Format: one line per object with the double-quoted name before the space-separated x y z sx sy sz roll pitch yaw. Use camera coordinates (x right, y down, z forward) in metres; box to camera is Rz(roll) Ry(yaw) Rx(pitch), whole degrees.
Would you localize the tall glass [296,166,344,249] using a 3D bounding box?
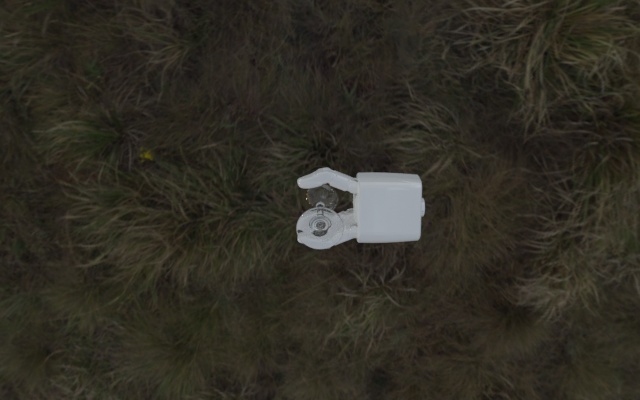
"tall glass" 0.000 0.003 0.832 0.079 0.079 0.201 0 25 0
